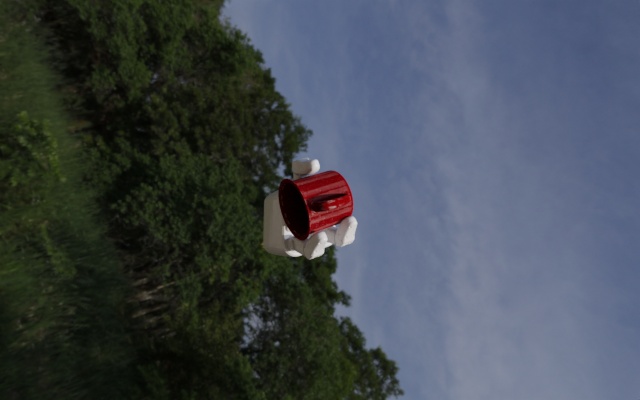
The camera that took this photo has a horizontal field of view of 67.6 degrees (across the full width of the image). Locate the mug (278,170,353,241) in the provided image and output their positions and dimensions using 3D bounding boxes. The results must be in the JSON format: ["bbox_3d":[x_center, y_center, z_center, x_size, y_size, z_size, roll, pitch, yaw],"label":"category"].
[{"bbox_3d":[0.001,0.002,0.695,0.081,0.093,0.117,-17,5,-27],"label":"mug"}]
